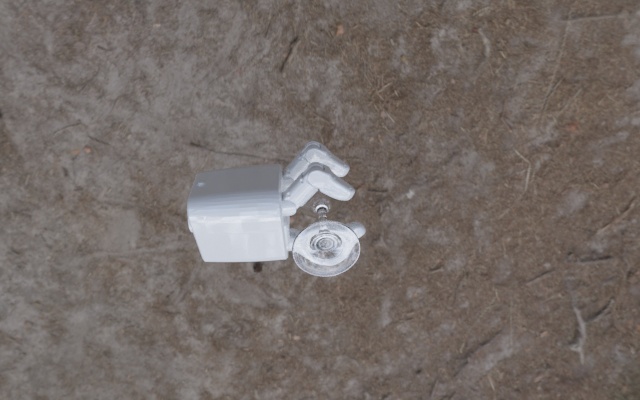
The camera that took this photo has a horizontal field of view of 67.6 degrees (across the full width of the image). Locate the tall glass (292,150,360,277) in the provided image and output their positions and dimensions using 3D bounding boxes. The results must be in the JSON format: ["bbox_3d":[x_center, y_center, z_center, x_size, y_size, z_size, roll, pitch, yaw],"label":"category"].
[{"bbox_3d":[0.000,0.002,0.597,0.079,0.079,0.201,0,31,-4],"label":"tall glass"}]
